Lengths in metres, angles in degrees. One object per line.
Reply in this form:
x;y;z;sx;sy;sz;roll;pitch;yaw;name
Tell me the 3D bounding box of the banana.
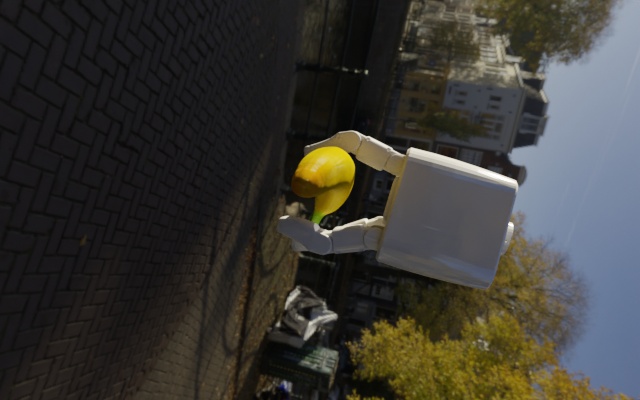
0.007;-0.015;0.441;0.037;0.069;0.198;21;-10;8;banana
